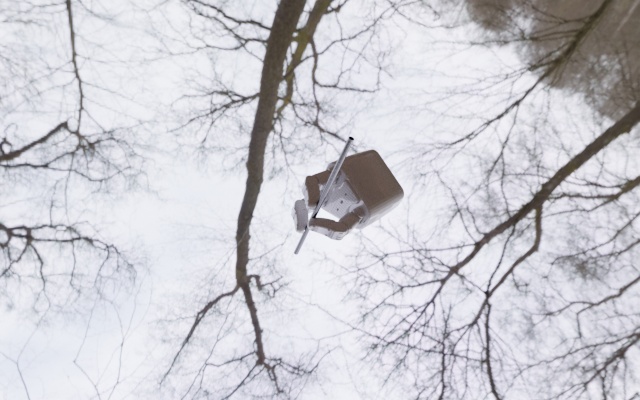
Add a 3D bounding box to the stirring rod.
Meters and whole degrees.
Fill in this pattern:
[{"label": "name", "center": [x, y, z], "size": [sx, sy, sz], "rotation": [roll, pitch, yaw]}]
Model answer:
[{"label": "stirring rod", "center": [0.000, 0.002, 0.692], "size": [0.011, 0.011, 0.240], "rotation": [0, -43, -27]}]
